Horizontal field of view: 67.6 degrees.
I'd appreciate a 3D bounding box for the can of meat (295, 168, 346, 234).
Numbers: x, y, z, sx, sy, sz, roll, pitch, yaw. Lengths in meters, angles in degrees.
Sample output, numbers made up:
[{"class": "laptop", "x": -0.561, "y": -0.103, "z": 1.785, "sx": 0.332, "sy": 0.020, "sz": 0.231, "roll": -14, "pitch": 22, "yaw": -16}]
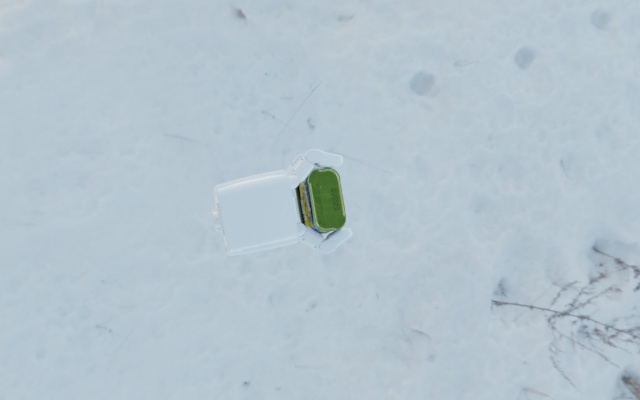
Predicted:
[{"class": "can of meat", "x": 0.000, "y": 0.003, "z": 0.753, "sx": 0.057, "sy": 0.102, "sz": 0.084, "roll": -9, "pitch": -3, "yaw": -15}]
